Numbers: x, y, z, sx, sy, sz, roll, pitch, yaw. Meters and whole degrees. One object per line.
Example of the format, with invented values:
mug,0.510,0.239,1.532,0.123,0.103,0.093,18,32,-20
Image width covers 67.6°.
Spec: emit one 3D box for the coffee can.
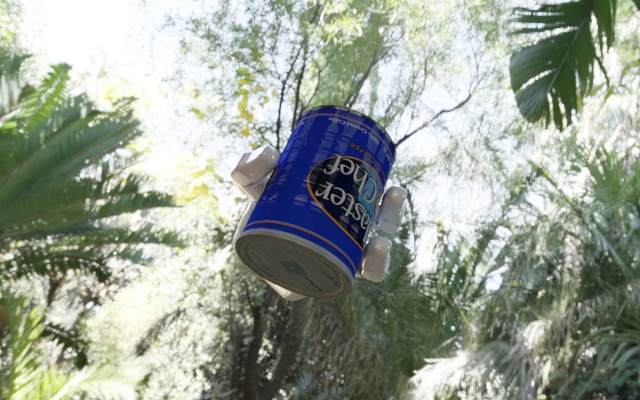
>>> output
coffee can,0.000,0.001,0.424,0.103,0.140,0.103,17,-31,10
